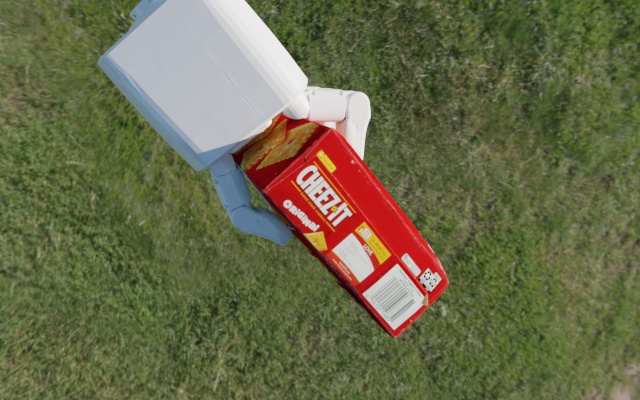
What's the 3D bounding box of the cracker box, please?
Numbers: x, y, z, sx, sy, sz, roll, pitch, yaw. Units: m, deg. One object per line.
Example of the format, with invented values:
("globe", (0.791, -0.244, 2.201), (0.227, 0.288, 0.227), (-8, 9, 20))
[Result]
("cracker box", (0.000, 0.002, 0.429), (0.072, 0.164, 0.213), (-42, 24, -3))
